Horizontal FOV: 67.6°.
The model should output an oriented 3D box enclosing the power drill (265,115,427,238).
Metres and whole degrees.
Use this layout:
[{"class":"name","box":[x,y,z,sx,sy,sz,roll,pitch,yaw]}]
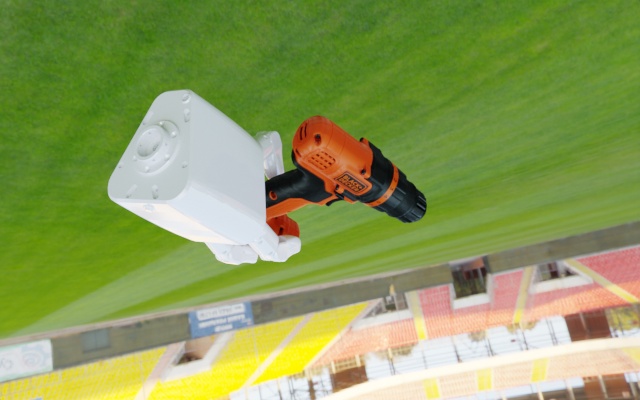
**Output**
[{"class":"power drill","box":[0.000,0.002,0.528,0.188,0.057,0.184,-31,-48,33]}]
